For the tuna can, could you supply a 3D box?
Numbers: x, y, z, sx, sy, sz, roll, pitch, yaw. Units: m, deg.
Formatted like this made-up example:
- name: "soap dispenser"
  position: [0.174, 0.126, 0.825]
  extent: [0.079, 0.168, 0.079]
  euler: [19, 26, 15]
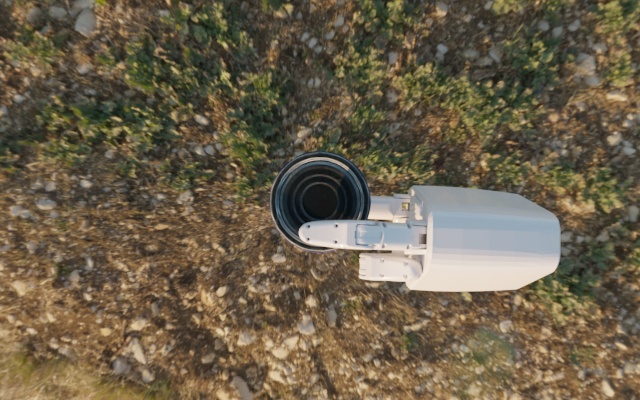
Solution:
- name: "tuna can"
  position: [0.000, 0.001, 0.407]
  extent: [0.086, 0.086, 0.034]
  euler: [0, -1, 3]
